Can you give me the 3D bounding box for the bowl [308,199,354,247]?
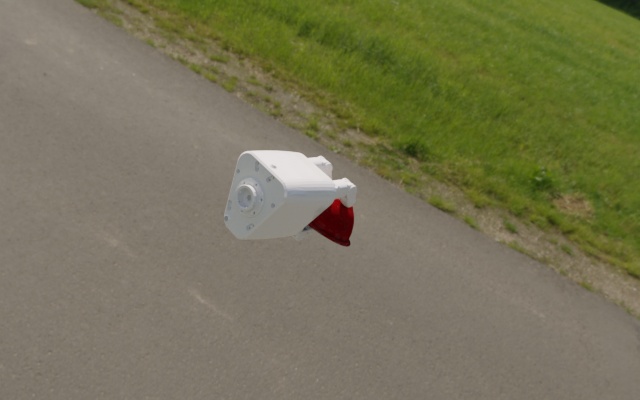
[{"bbox_3d":[0.001,0.002,0.770,0.162,0.055,0.162,37,8,-6],"label":"bowl"}]
